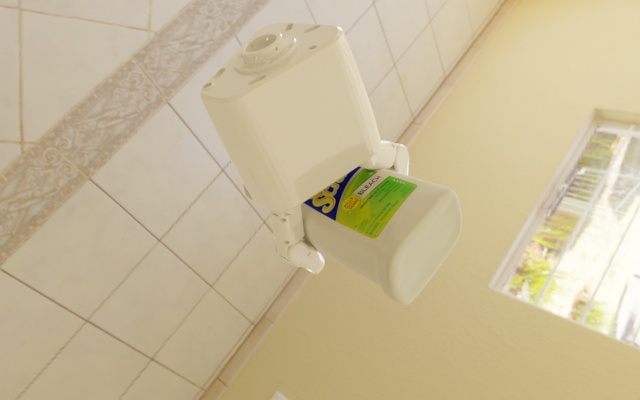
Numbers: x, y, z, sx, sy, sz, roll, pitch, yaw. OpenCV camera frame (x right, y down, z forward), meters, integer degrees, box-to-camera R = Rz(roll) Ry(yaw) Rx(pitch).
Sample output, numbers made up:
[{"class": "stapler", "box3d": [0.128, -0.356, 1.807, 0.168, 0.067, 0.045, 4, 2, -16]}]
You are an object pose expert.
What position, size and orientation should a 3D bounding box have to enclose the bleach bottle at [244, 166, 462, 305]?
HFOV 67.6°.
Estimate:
[{"class": "bleach bottle", "box3d": [0.000, 0.001, 0.458, 0.250, 0.068, 0.102, 22, 57, 41]}]
